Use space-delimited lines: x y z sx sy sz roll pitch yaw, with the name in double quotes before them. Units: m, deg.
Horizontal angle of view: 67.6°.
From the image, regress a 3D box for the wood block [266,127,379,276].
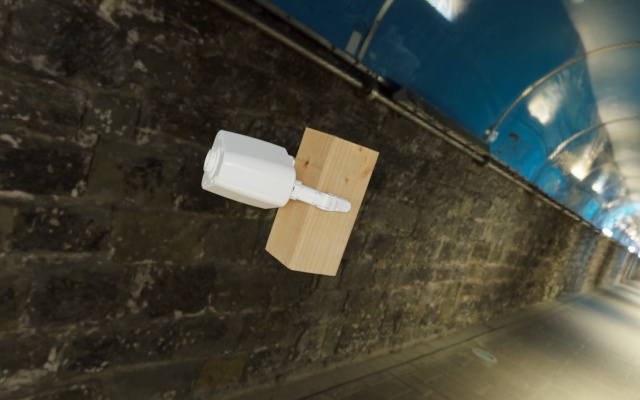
"wood block" 0.000 0.002 0.750 0.090 0.206 0.090 14 8 -36
